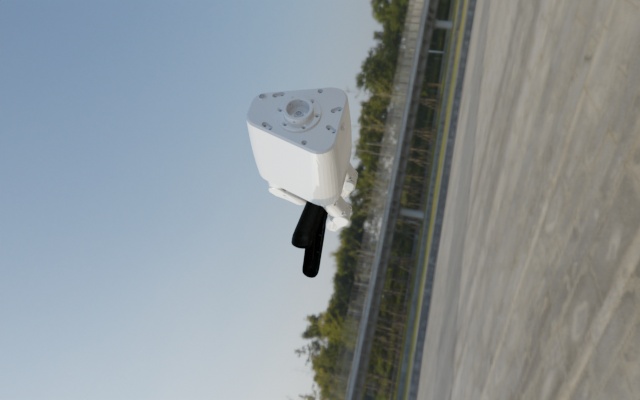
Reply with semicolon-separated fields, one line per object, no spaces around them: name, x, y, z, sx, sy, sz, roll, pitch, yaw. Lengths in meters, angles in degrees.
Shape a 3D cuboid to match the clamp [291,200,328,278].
clamp;-0.001;0.001;0.678;0.036;0.210;0.165;11;-28;7
